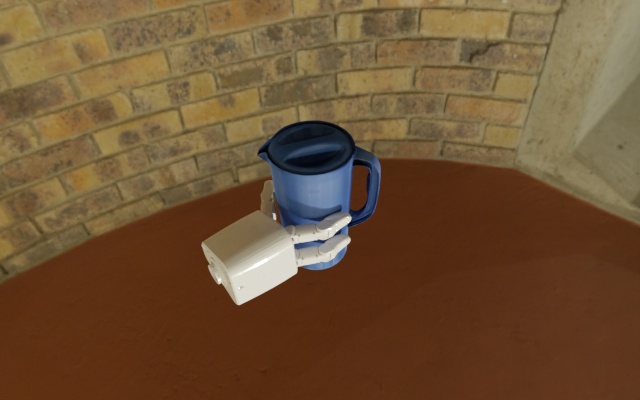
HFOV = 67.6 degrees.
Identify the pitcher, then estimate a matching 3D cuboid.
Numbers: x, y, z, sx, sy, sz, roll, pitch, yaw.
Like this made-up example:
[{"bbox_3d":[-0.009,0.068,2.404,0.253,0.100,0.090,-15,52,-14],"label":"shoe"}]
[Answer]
[{"bbox_3d":[0.000,0.003,0.784,0.145,0.243,0.149,-29,50,-24],"label":"pitcher"}]
